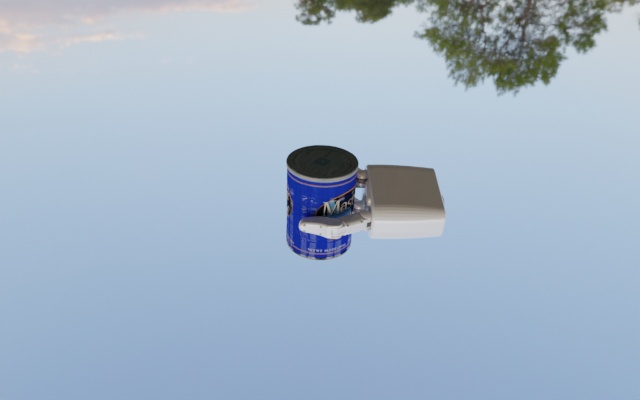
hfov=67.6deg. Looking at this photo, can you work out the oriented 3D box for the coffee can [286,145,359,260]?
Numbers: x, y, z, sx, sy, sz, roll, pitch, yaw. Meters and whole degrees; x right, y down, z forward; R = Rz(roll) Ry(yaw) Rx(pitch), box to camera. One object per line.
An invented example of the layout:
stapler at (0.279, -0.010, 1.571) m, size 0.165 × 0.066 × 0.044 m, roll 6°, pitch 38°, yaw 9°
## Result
coffee can at (0.000, 0.002, 0.711) m, size 0.103 × 0.140 × 0.102 m, roll 2°, pitch 32°, yaw -1°
